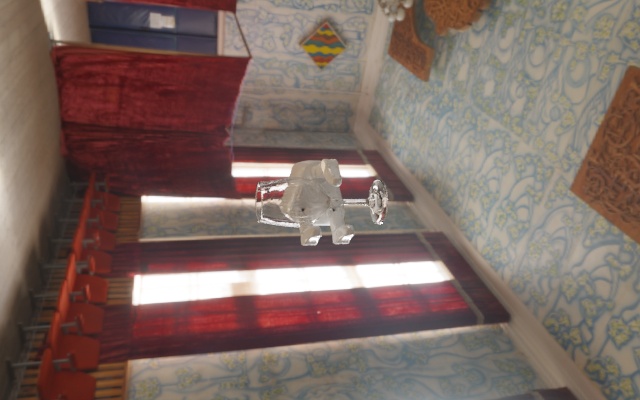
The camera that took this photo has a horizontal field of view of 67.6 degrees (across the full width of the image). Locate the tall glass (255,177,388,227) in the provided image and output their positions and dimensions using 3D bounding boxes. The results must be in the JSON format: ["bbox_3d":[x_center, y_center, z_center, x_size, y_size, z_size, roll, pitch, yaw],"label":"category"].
[{"bbox_3d":[0.001,0.002,0.758,0.201,0.079,0.079,0,0,-17],"label":"tall glass"}]
